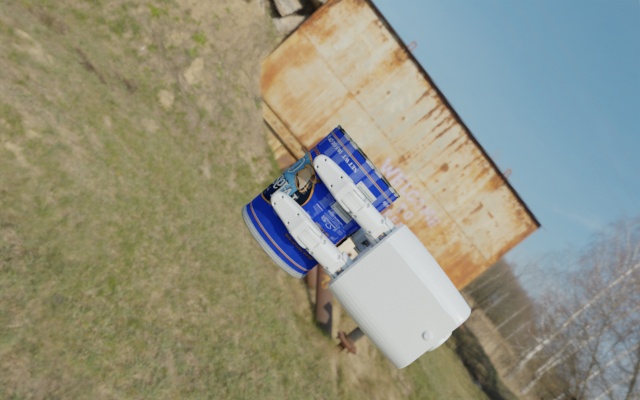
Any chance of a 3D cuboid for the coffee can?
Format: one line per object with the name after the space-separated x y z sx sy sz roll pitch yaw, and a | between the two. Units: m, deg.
0.000 0.002 0.521 0.140 0.103 0.103 -40 -6 7 | coffee can
